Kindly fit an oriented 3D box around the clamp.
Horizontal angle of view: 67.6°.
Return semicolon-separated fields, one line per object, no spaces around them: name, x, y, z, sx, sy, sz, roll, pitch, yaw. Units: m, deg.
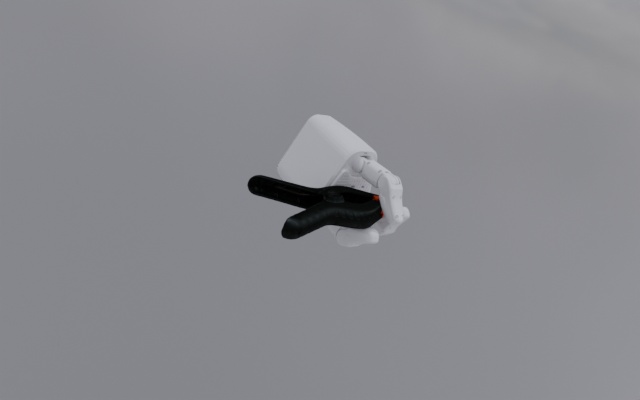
clamp;0.000;0.001;0.566;0.171;0.039;0.120;-1;34;-39
